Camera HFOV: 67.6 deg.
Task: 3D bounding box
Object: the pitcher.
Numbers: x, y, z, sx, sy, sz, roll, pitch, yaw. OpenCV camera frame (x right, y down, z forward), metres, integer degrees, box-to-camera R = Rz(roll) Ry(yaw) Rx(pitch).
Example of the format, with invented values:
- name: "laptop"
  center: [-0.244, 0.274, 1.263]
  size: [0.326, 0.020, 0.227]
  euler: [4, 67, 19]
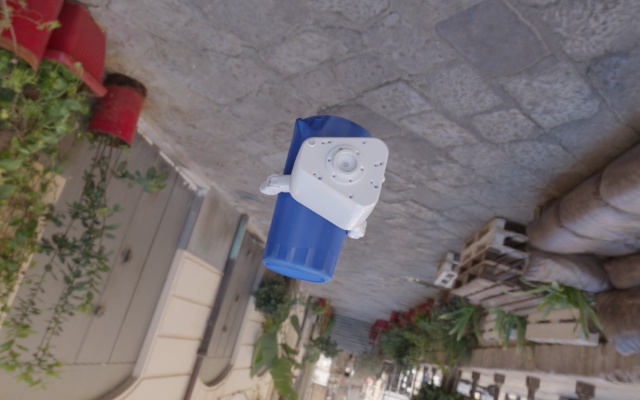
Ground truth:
- name: "pitcher"
  center: [0.000, 0.002, 0.751]
  size: [0.149, 0.242, 0.145]
  euler: [17, -17, -5]
